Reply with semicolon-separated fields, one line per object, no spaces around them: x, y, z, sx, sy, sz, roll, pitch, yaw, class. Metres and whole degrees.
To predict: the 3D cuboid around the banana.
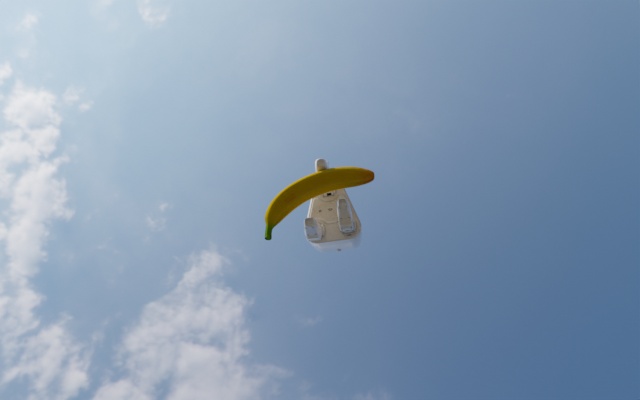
-0.012;-0.010;0.756;0.198;0.069;0.037;-31;-24;-4;banana
